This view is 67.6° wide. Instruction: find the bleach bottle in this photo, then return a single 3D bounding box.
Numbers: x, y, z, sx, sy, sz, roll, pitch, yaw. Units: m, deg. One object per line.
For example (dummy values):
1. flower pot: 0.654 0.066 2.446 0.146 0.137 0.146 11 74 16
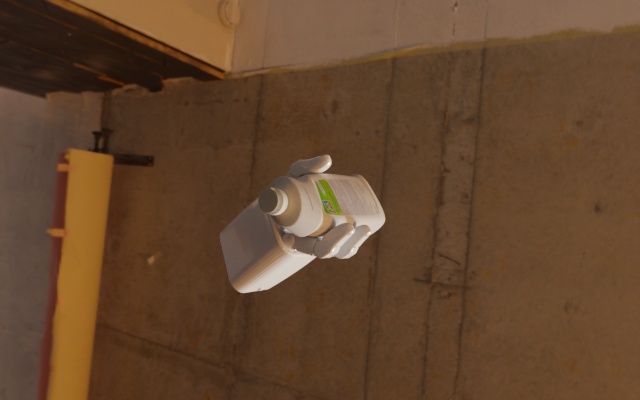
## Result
1. bleach bottle: 0.000 0.002 0.649 0.068 0.102 0.251 -38 -22 22
